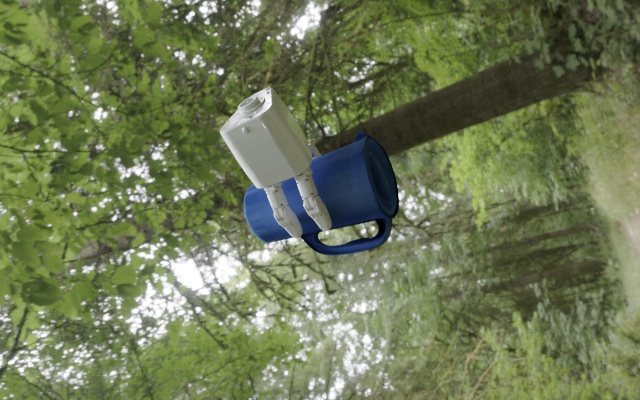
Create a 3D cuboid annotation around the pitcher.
[{"bbox_3d":[0.000,0.002,0.785,0.243,0.145,0.149,-17,34,25],"label":"pitcher"}]
